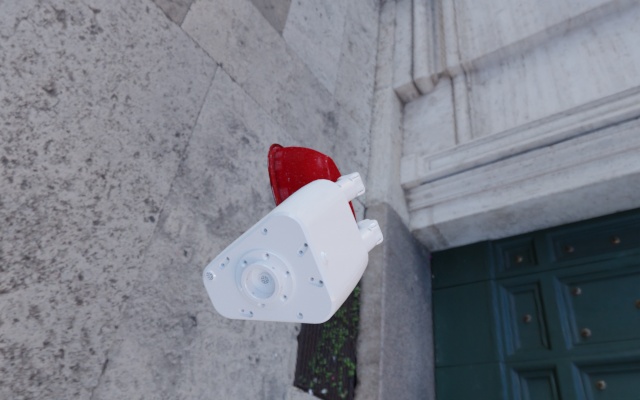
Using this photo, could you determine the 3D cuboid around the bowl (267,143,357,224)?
[{"bbox_3d":[0.001,0.001,0.543,0.055,0.162,0.162,-21,-4,12],"label":"bowl"}]
